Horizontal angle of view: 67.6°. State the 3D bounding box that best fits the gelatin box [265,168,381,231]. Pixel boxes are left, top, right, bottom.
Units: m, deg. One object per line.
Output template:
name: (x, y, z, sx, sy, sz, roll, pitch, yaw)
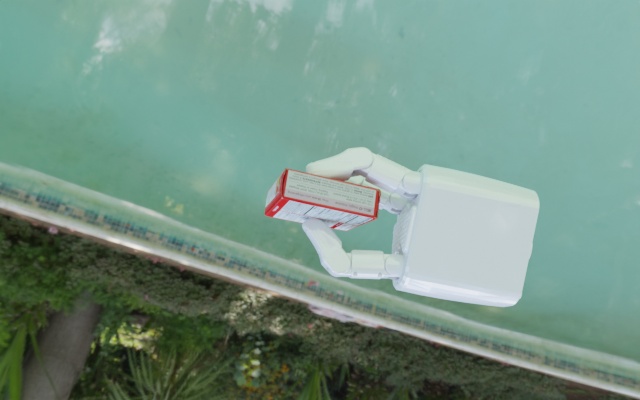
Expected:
gelatin box: (0.000, 0.002, 0.435, 0.089, 0.030, 0.073, 11, -16, -15)
